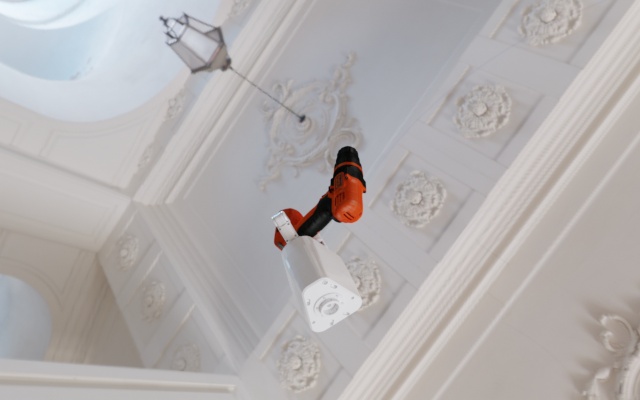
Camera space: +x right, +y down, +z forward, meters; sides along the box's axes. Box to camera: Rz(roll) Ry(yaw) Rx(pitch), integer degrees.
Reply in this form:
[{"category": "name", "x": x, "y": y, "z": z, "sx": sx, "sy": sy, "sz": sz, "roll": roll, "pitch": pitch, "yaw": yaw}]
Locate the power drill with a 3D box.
[{"category": "power drill", "x": 0.000, "y": 0.003, "z": 0.839, "sx": 0.057, "sy": 0.184, "sz": 0.188, "roll": 36, "pitch": -58, "yaw": -22}]
